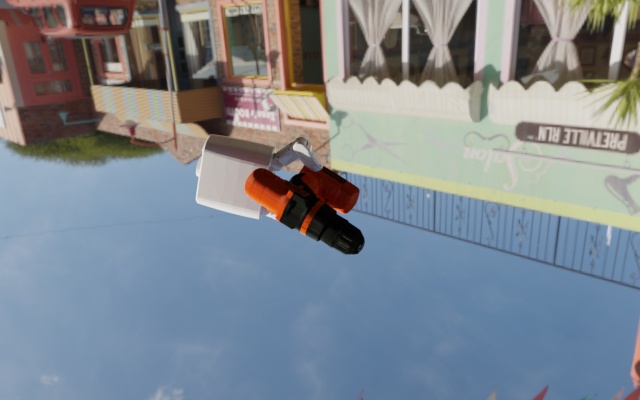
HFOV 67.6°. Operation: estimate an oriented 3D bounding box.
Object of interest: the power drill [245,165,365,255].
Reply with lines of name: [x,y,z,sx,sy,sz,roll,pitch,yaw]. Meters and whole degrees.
power drill: [0.000,0.002,0.711,0.184,0.057,0.187,33,18,9]
